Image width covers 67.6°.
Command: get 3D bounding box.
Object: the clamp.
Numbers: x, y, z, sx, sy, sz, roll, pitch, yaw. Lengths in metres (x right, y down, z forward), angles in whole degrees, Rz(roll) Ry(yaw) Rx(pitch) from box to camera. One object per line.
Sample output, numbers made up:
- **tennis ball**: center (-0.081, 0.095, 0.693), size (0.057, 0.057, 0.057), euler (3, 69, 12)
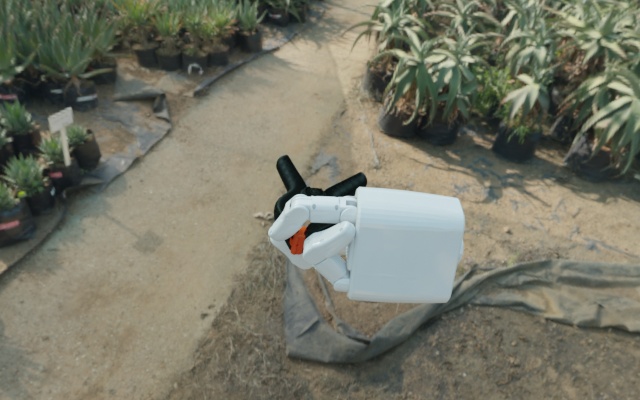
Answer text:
- **clamp**: center (0.000, 0.001, 0.572), size (0.120, 0.039, 0.171), euler (3, 38, -1)
